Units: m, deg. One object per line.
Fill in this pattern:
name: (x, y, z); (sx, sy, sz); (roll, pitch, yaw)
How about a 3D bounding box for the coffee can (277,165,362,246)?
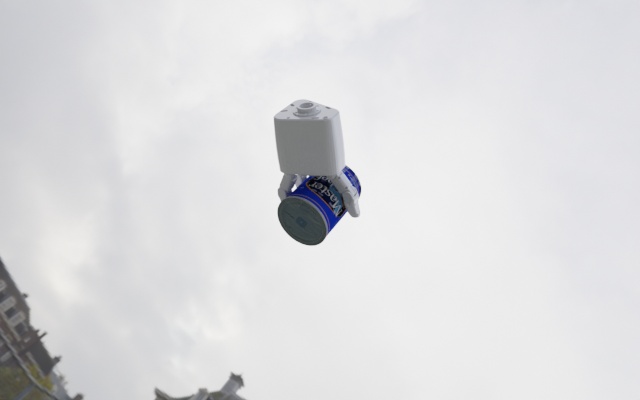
coffee can: (0.000, 0.003, 0.890); (0.103, 0.103, 0.140); (0, 31, 36)
